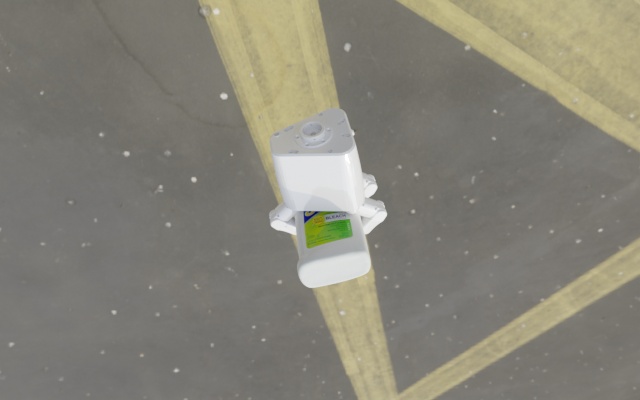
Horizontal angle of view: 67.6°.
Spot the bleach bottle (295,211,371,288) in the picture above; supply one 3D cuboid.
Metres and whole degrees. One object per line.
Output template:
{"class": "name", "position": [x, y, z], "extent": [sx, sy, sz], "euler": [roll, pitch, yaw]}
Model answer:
{"class": "bleach bottle", "position": [0.000, 0.002, 0.718], "extent": [0.102, 0.250, 0.068], "euler": [-13, -41, 0]}
